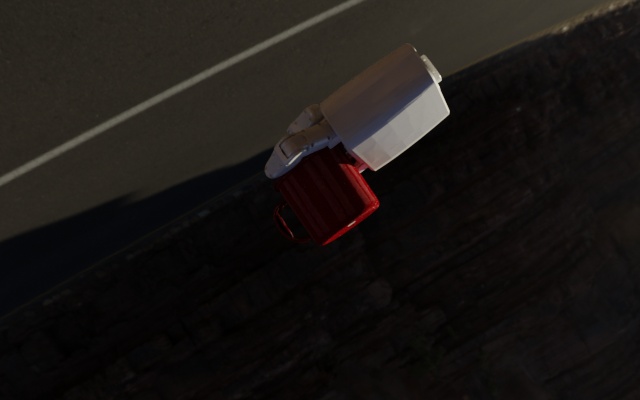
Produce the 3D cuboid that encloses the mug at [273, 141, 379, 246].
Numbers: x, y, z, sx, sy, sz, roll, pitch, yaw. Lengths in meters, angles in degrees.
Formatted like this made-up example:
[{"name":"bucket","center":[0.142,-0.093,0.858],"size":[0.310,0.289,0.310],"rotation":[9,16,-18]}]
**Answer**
[{"name":"mug","center":[-0.001,0.003,0.520],"size":[0.117,0.081,0.093],"rotation":[-37,-9,16]}]
